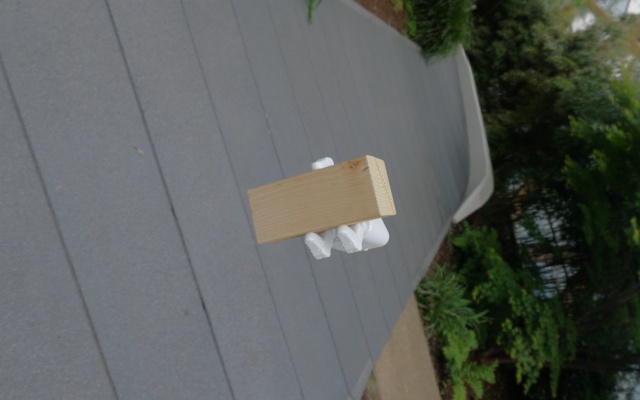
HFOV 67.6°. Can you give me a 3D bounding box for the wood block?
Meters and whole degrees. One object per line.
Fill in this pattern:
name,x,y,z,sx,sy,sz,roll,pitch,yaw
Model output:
wood block,0.000,0.002,0.752,0.206,0.091,0.090,-15,-7,23
